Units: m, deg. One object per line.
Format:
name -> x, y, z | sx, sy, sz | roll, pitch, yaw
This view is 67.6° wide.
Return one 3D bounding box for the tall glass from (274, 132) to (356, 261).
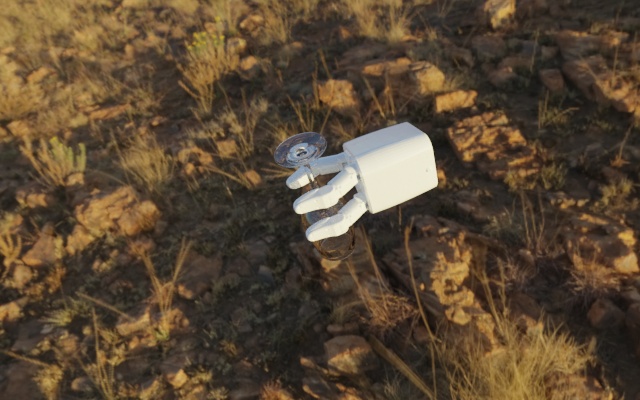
tall glass -> 0.000, 0.002, 0.704 | 0.079, 0.201, 0.079 | -12, 40, 10
